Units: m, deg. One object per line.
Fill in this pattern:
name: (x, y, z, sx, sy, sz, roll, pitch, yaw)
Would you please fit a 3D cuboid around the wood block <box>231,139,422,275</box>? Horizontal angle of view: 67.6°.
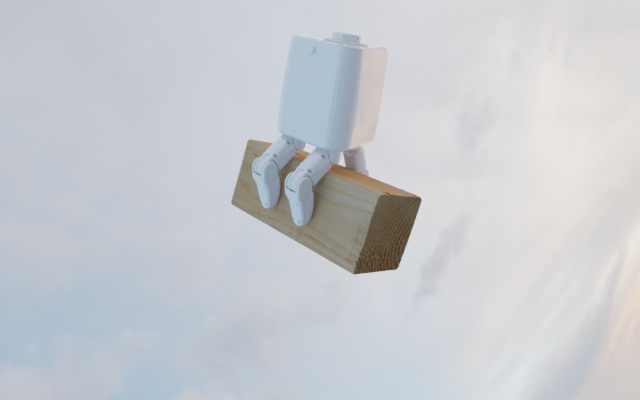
wood block: (0.000, 0.001, 0.566, 0.206, 0.090, 0.091, 26, 14, 38)
